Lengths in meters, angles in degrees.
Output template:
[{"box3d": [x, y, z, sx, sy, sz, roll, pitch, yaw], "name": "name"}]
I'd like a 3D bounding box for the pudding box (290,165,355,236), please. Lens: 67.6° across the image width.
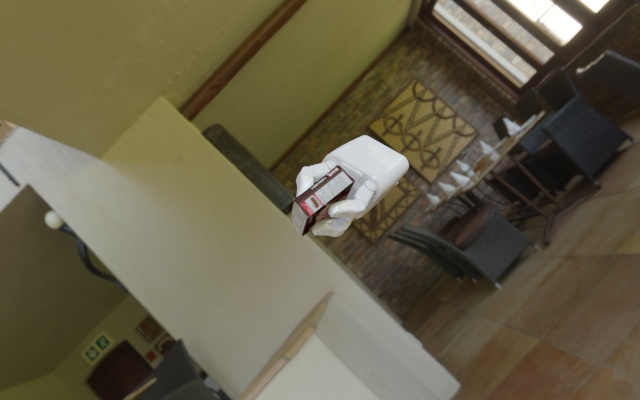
[{"box3d": [0.000, 0.002, 0.719, 0.090, 0.039, 0.113, -40, -11, -16], "name": "pudding box"}]
